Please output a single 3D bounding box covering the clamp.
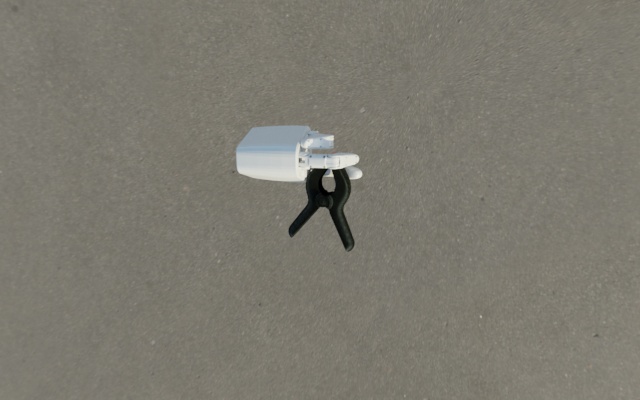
[{"bbox_3d":[0.000,0.003,0.823,0.120,0.171,0.039,2,14,11],"label":"clamp"}]
